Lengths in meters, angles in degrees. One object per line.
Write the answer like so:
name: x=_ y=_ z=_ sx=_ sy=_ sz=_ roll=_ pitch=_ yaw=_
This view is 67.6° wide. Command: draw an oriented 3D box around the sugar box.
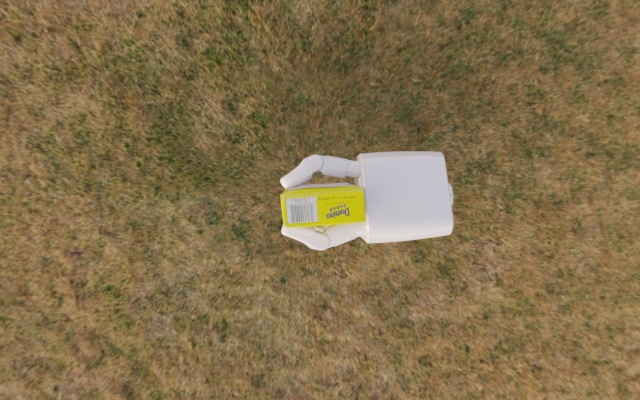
sugar box: x=0.000 y=0.003 z=0.606 sx=0.093 sy=0.048 sz=0.176 roll=-3 pitch=2 yaw=-2
